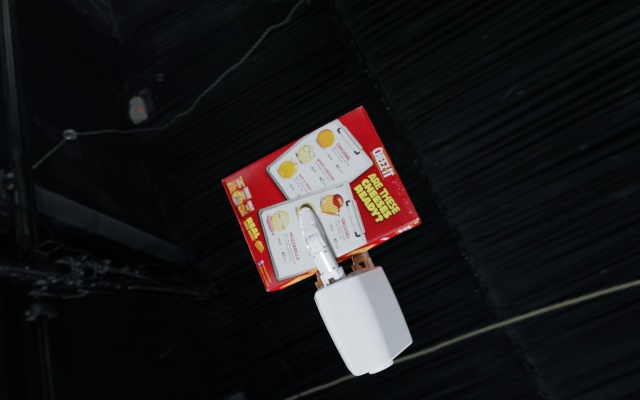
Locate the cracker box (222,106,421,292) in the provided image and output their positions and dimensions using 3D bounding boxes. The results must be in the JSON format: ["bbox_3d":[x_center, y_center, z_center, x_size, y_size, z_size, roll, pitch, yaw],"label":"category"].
[{"bbox_3d":[0.000,0.002,0.633,0.214,0.164,0.072,-27,-12,9],"label":"cracker box"}]
